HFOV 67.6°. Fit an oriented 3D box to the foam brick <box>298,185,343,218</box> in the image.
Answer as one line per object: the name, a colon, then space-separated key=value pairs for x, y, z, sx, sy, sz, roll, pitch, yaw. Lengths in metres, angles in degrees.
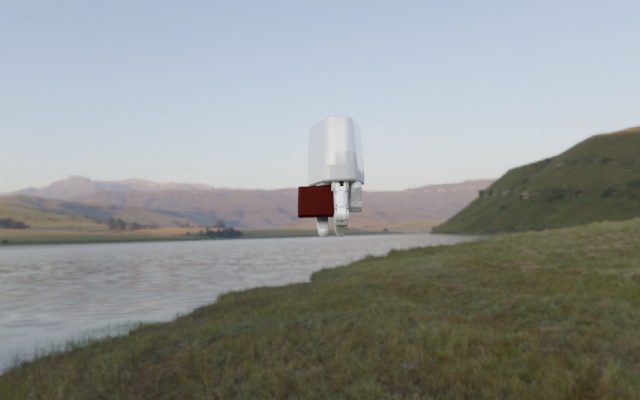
foam brick: x=0.000 y=0.003 z=0.803 sx=0.078 sy=0.051 sz=0.053 roll=-2 pitch=-3 yaw=-3
